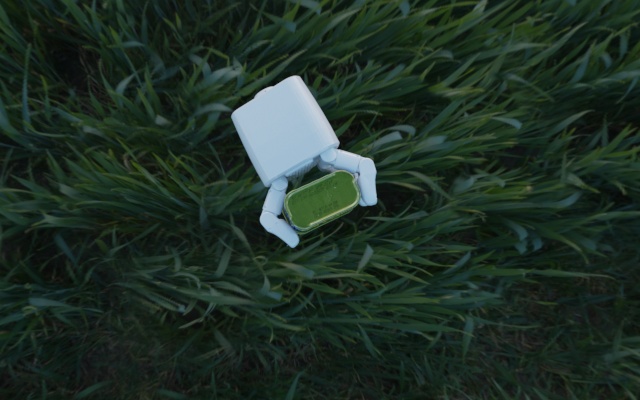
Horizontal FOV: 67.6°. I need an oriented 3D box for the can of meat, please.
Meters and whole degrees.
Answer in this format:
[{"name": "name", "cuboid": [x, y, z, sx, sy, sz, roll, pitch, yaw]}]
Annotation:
[{"name": "can of meat", "cuboid": [0.000, 0.002, 0.632, 0.102, 0.057, 0.084, -25, -4, -6]}]
